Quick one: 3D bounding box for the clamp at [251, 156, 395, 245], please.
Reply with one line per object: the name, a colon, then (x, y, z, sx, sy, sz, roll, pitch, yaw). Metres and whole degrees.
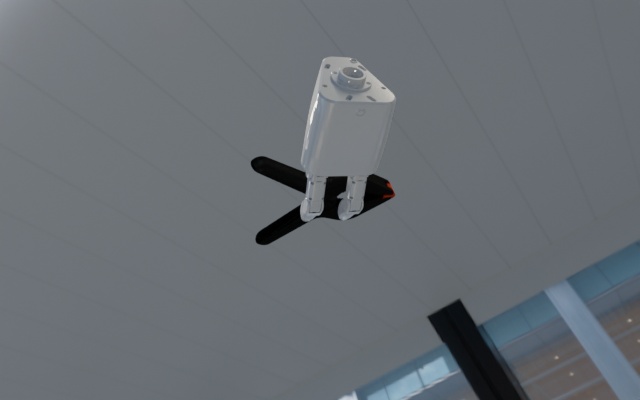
clamp: (0.000, 0.001, 0.681, 0.210, 0.036, 0.165, -2, -43, -16)
